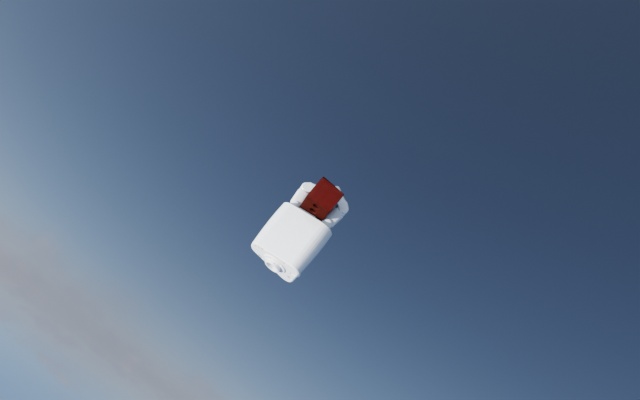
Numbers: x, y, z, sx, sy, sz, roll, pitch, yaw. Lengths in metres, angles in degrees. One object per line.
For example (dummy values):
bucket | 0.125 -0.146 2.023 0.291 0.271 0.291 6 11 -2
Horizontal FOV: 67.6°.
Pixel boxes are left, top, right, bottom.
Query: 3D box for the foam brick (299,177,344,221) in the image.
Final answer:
foam brick | 0.000 0.003 0.897 0.053 0.051 0.078 39 -27 2
